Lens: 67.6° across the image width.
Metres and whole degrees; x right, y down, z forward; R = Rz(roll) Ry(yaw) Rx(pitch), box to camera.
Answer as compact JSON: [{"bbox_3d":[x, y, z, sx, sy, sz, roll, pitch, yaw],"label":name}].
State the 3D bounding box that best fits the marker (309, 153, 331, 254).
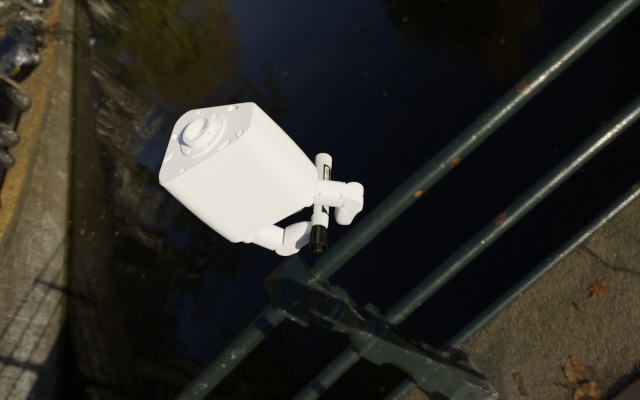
[{"bbox_3d":[0.000,0.002,0.505,0.020,0.121,0.020,2,-35,2],"label":"marker"}]
